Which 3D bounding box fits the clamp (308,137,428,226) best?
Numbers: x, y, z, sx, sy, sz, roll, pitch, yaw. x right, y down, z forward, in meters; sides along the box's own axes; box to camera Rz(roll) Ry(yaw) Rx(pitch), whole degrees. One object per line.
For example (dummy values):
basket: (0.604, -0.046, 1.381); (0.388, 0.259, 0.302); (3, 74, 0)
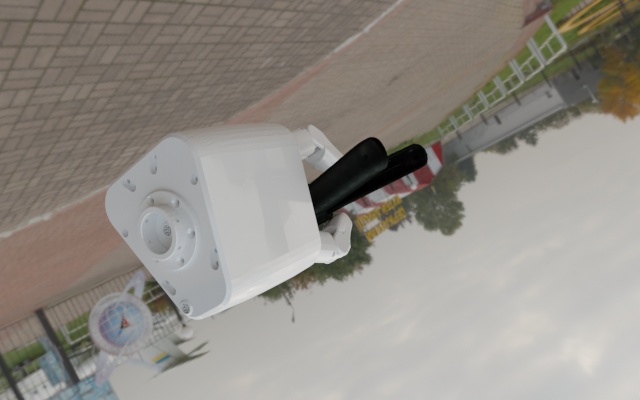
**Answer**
clamp: (0.000, 0.002, 0.438); (0.210, 0.036, 0.164); (-31, -9, 29)
